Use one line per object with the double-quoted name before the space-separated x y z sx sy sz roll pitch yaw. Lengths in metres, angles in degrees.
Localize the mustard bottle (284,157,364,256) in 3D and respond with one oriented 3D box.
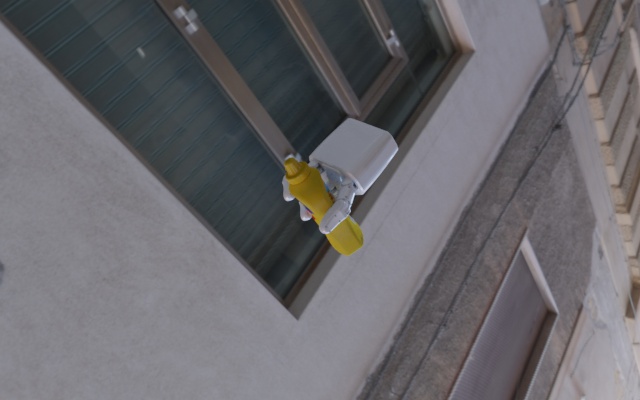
"mustard bottle" 0.000 0.003 0.787 0.058 0.192 0.096 -34 33 4
